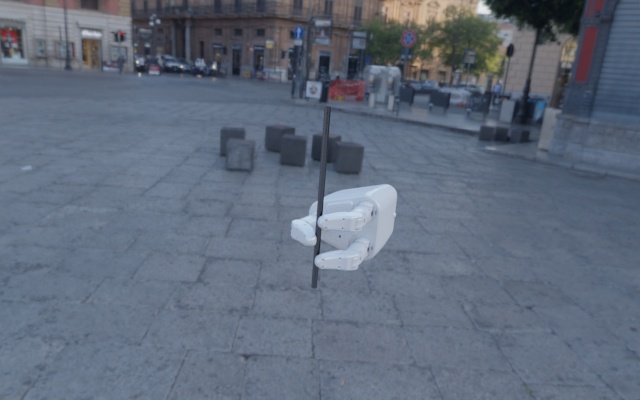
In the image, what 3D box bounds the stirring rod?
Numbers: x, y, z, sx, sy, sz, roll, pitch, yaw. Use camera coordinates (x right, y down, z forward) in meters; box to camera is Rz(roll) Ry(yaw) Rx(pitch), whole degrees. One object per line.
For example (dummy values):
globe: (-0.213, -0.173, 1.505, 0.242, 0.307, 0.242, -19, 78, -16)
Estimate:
stirring rod: (0.000, 0.002, 0.612, 0.011, 0.239, 0.011, 4, 16, -1)
